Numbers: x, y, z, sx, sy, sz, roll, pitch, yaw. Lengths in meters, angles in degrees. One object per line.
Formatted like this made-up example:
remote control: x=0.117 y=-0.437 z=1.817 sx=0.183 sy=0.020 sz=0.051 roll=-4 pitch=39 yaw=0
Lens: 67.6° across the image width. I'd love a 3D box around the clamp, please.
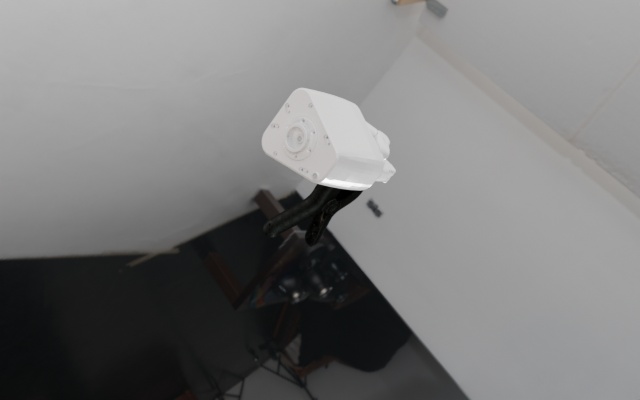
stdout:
clamp: x=0.001 y=0.003 z=0.663 sx=0.039 sy=0.171 sz=0.120 roll=50 pitch=24 yaw=25
